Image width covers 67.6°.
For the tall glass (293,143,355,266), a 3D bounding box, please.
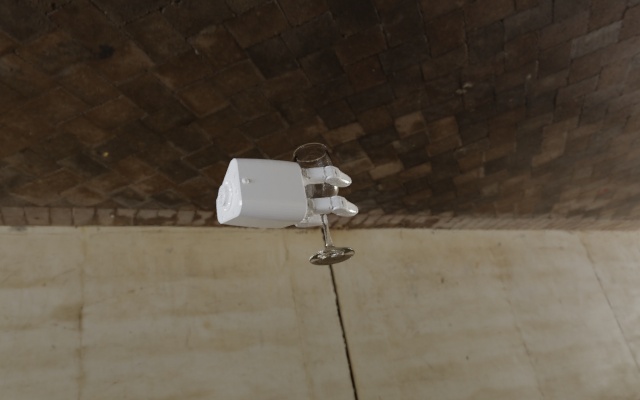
[{"bbox_3d":[0.000,0.003,0.806,0.079,0.201,0.079,-9,-26,-5],"label":"tall glass"}]
